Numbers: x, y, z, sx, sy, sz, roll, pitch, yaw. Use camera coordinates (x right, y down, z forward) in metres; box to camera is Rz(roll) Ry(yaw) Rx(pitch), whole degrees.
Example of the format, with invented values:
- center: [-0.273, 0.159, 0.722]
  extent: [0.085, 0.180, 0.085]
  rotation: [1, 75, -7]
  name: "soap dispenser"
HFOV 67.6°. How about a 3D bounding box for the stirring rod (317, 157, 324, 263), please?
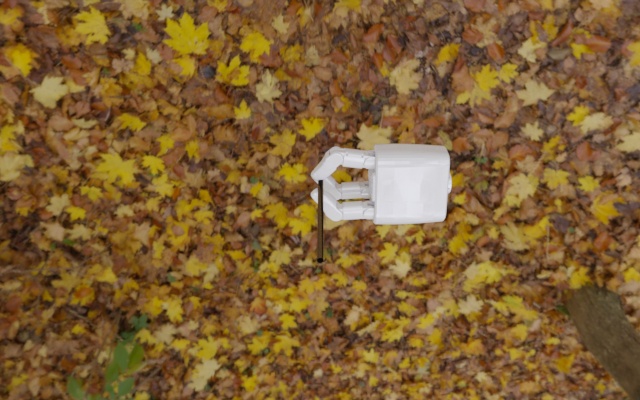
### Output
- center: [0.000, 0.002, 0.662]
  extent: [0.011, 0.011, 0.239]
  rotation: [0, 35, 0]
  name: "stirring rod"
